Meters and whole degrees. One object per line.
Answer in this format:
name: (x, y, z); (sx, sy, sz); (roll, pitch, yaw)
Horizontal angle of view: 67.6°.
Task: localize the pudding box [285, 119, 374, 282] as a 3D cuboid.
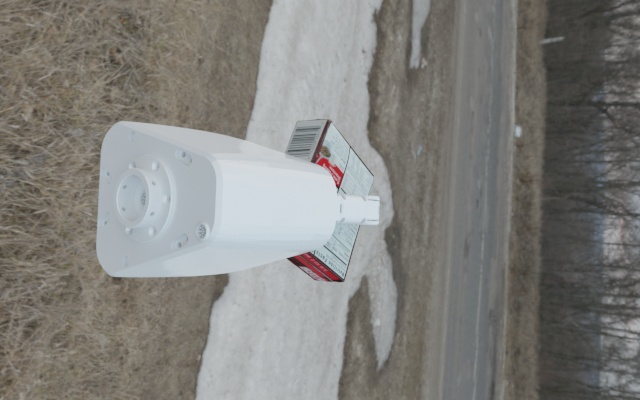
pudding box: (0.000, 0.001, 0.406); (0.039, 0.113, 0.090); (1, -30, 36)
